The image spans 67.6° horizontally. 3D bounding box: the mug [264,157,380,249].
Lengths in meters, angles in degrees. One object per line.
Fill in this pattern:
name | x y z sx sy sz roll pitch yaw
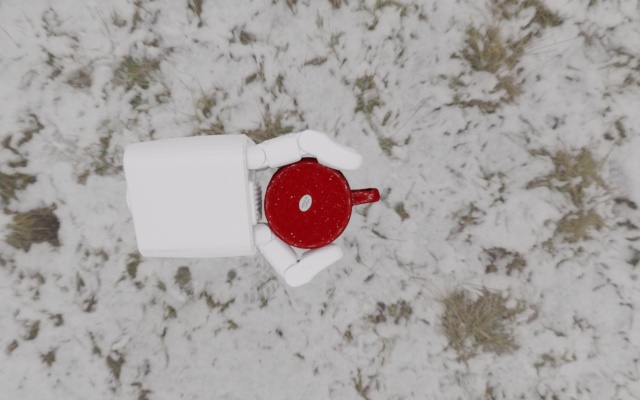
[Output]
mug | 0.002 0.002 0.467 0.117 0.093 0.081 -4 3 -1
